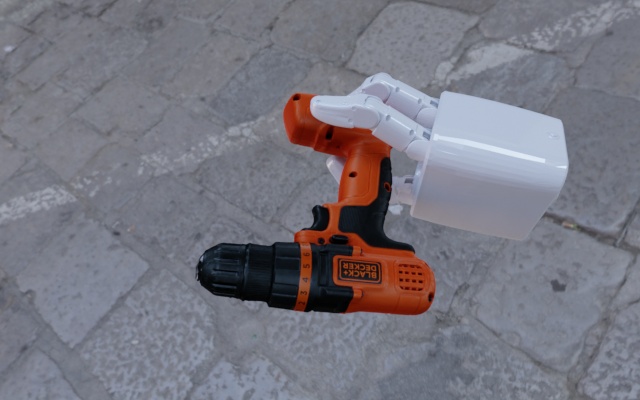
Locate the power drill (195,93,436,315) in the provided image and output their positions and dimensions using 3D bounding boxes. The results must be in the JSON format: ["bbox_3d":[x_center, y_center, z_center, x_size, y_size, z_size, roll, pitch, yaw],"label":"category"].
[{"bbox_3d":[0.000,0.001,0.401,0.184,0.187,0.057,8,-27,-11],"label":"power drill"}]
